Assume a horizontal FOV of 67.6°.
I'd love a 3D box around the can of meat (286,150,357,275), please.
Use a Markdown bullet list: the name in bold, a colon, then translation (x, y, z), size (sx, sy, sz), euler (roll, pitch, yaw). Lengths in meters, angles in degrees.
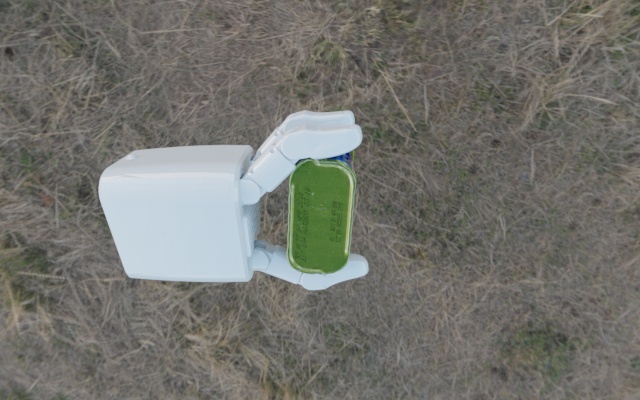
- **can of meat**: translation (0.000, 0.002, 0.407), size (0.057, 0.102, 0.084), euler (3, 20, 0)
